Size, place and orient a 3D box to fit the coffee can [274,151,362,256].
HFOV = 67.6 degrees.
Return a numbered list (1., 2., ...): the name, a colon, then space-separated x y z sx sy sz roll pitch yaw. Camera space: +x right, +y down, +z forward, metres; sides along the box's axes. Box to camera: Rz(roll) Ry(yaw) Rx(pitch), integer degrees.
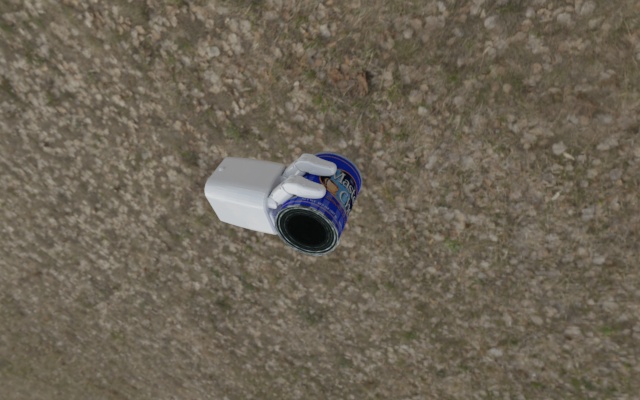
1. coffee can: 0.000 0.002 0.762 0.103 0.103 0.140 0 39 24
